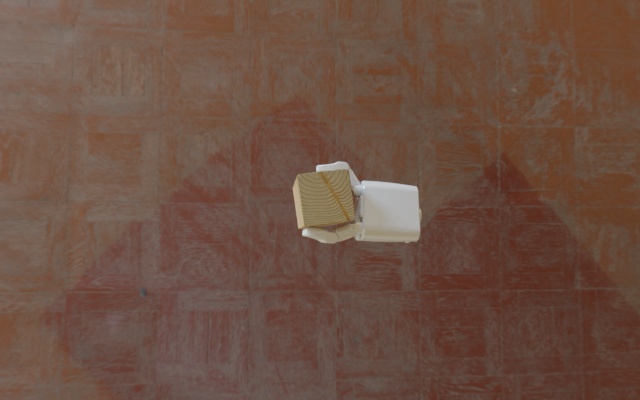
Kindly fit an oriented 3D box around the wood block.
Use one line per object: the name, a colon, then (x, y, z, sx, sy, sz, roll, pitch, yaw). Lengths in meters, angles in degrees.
wood block: (0.001, 0.003, 0.897, 0.090, 0.091, 0.206, -7, -4, -6)
